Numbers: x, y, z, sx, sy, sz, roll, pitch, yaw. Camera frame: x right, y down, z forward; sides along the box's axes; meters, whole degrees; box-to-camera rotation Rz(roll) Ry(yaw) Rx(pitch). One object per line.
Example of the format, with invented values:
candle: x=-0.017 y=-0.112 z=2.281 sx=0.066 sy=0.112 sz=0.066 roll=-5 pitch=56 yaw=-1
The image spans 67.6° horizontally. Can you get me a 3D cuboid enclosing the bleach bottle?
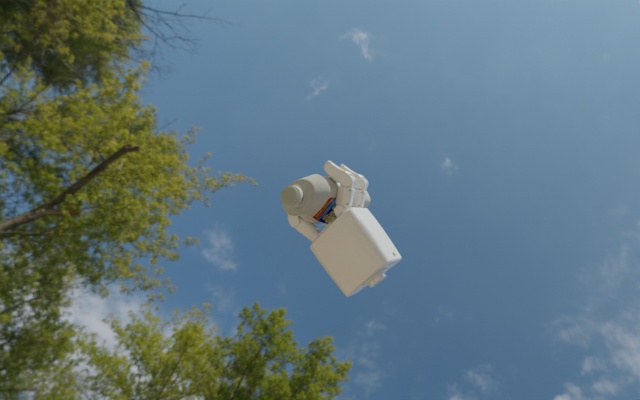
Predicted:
bleach bottle: x=0.000 y=0.003 z=0.817 sx=0.102 sy=0.068 sz=0.251 roll=-41 pitch=-18 yaw=18
